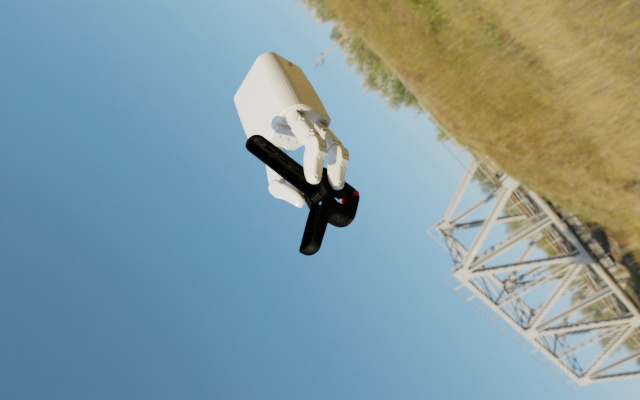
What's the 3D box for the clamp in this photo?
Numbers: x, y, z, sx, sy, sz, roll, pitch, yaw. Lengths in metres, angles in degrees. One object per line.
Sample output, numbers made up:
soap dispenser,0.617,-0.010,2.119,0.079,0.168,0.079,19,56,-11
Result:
clamp,0.000,0.002,0.633,0.036,0.164,0.210,-35,-25,24
